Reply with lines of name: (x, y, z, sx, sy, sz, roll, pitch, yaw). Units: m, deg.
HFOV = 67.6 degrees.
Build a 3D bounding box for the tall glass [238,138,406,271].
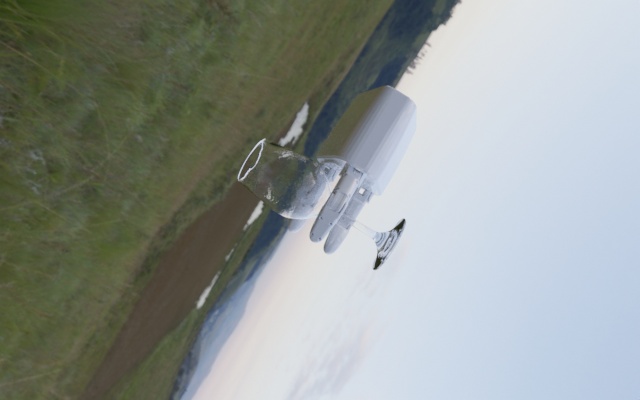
tall glass: (0.001, 0.002, 0.584, 0.201, 0.079, 0.079, 31, -1, -1)
